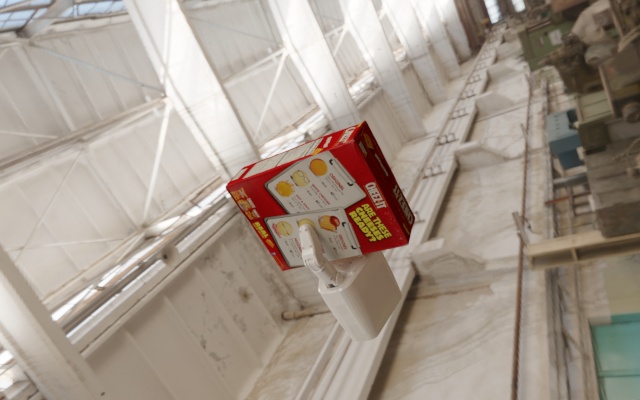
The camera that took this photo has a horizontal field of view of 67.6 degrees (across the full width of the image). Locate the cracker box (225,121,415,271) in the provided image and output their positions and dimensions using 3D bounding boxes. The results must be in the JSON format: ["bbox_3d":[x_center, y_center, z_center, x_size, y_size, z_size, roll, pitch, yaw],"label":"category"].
[{"bbox_3d":[0.000,0.002,0.668,0.214,0.164,0.072,-17,26,30],"label":"cracker box"}]
